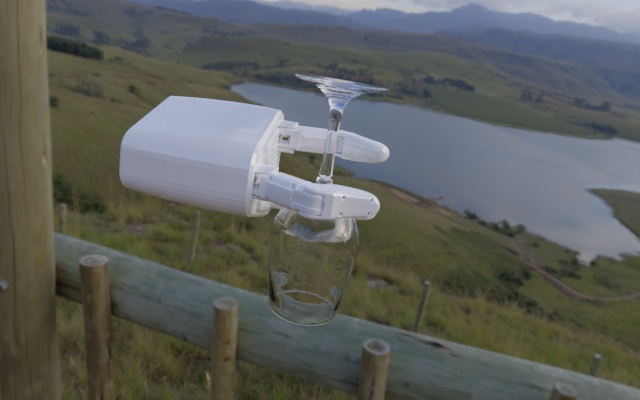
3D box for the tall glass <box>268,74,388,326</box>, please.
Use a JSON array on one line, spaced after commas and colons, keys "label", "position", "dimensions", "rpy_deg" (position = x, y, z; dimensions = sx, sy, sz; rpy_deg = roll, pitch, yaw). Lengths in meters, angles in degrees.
[{"label": "tall glass", "position": [0.000, 0.001, 0.400], "dimensions": [0.079, 0.201, 0.079], "rpy_deg": [9, 16, -2]}]
